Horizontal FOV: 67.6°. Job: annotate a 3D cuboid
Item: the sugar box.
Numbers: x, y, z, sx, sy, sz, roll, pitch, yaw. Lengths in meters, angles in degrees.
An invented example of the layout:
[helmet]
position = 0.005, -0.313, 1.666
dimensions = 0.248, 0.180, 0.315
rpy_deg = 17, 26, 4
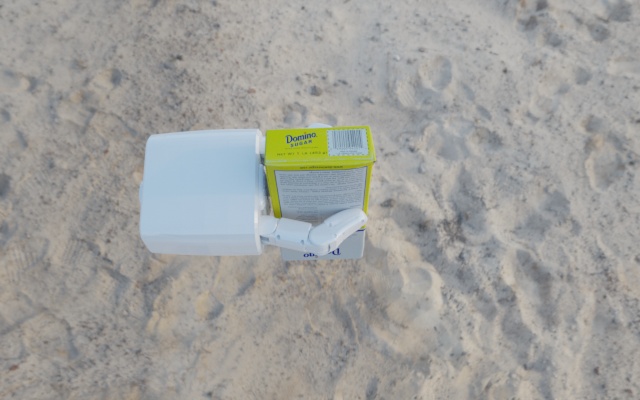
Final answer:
[sugar box]
position = 0.000, 0.001, 0.472
dimensions = 0.093, 0.048, 0.176
rpy_deg = -1, -31, -1
